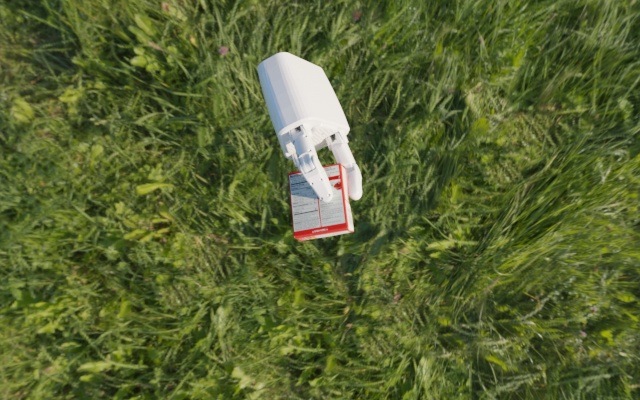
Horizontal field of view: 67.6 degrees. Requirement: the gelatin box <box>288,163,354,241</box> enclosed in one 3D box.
[{"bbox_3d":[0.000,0.002,0.613,0.073,0.089,0.030,-11,-16,17],"label":"gelatin box"}]
